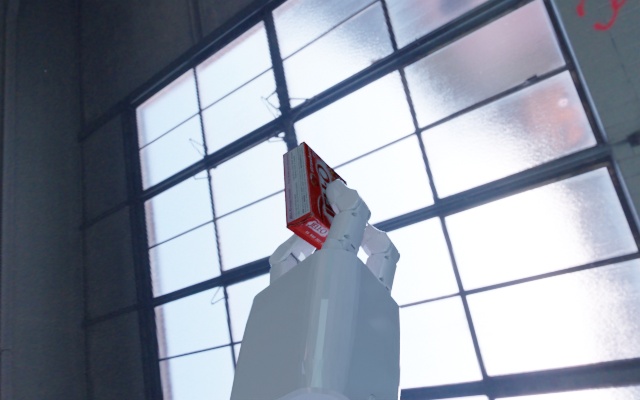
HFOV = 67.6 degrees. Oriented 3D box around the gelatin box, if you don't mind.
[{"bbox_3d":[0.000,0.001,0.434,0.030,0.089,0.073,-28,-45,23],"label":"gelatin box"}]
